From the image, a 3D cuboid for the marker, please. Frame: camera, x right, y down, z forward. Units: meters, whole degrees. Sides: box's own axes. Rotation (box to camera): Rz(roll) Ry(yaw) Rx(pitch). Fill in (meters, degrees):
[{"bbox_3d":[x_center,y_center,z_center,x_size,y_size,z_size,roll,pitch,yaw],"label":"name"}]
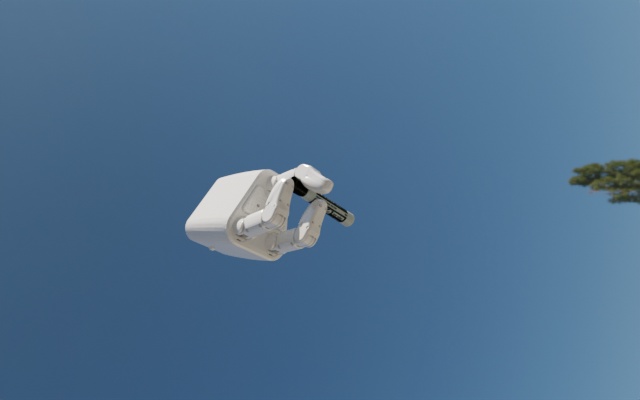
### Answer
[{"bbox_3d":[0.000,0.002,0.607,0.020,0.020,0.121,0,-24,45],"label":"marker"}]
